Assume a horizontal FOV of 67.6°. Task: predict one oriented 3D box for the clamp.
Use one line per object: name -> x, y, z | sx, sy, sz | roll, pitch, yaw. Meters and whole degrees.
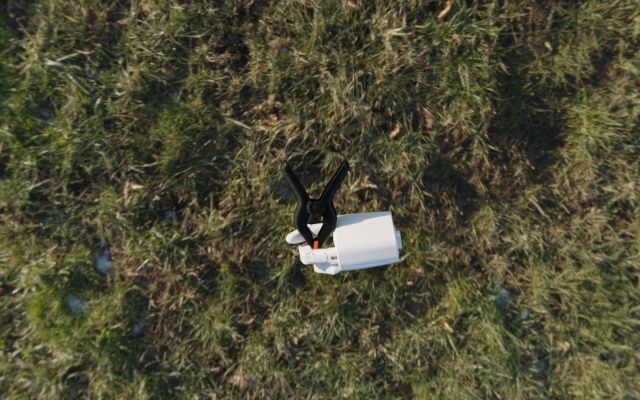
clamp -> 0.000, 0.003, 0.855 | 0.120, 0.171, 0.039 | -8, 16, 5
